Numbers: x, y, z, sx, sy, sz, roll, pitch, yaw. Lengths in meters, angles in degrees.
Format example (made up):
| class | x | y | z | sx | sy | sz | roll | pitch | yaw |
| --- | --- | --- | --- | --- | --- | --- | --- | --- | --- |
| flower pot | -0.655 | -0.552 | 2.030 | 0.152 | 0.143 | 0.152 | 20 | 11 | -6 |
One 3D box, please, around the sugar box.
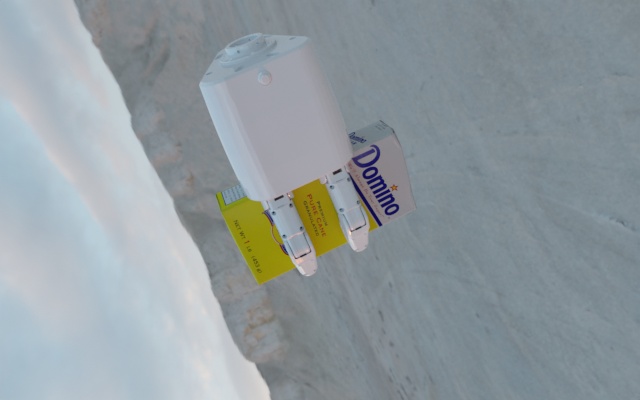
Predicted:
| class | x | y | z | sx | sy | sz | roll | pitch | yaw |
| --- | --- | --- | --- | --- | --- | --- | --- | --- | --- |
| sugar box | 0.000 | 0.002 | 0.461 | 0.176 | 0.093 | 0.048 | -25 | 30 | -5 |
